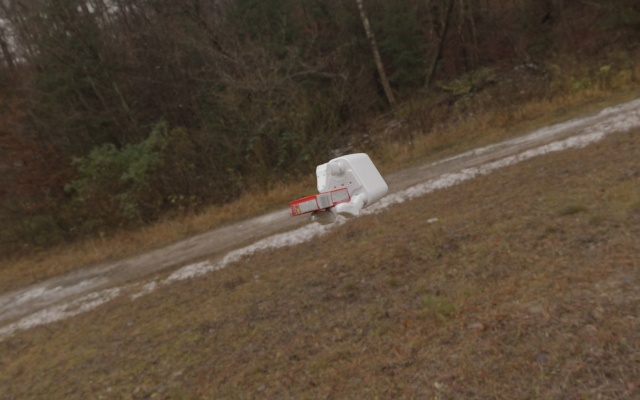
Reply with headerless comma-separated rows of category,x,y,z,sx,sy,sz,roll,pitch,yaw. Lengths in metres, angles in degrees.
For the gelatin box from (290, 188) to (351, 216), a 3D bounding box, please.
gelatin box,0.000,0.003,0.883,0.073,0.030,0.089,-15,0,44
